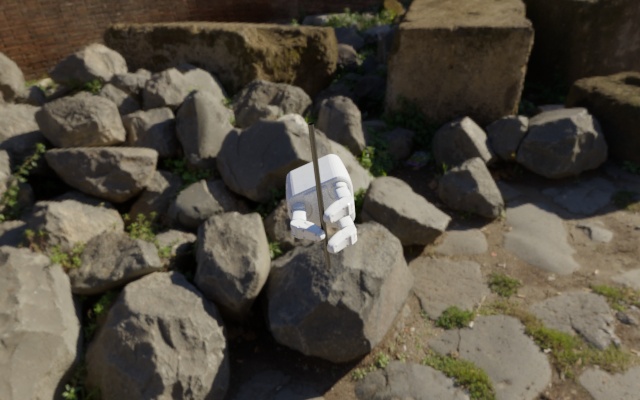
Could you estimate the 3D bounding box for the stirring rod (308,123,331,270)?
[{"bbox_3d":[0.000,0.002,0.694,0.011,0.240,0.011,-5,29,3],"label":"stirring rod"}]
